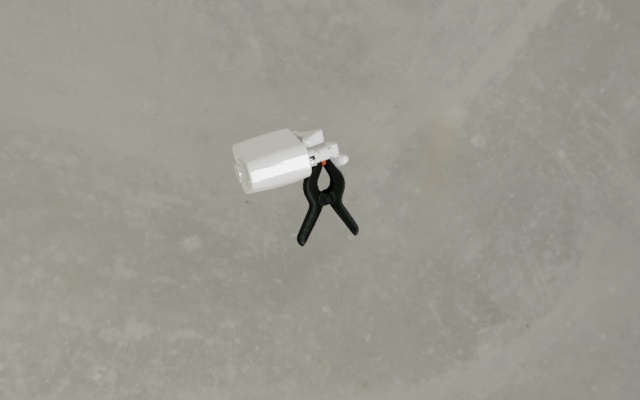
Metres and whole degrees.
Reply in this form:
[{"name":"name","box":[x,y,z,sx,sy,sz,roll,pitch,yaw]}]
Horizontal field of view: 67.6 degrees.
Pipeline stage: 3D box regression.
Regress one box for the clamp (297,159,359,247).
[{"name":"clamp","box":[0.000,0.003,0.871,0.120,0.171,0.039,-20,16,-20]}]
